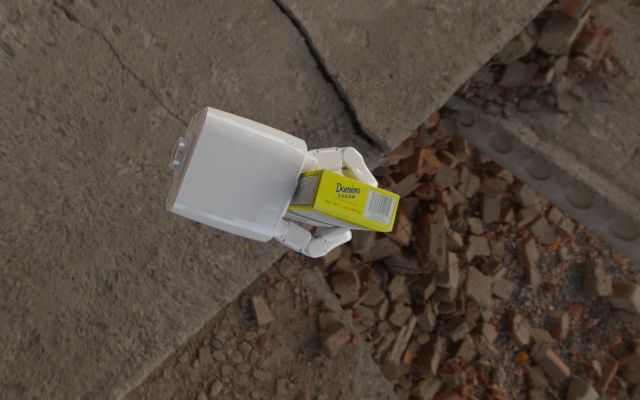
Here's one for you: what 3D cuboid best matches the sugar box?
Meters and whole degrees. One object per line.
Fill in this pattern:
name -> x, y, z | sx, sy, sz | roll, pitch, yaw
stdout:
sugar box -> 0.000, 0.001, 0.540 | 0.093, 0.048, 0.176 | 19, -6, -24
